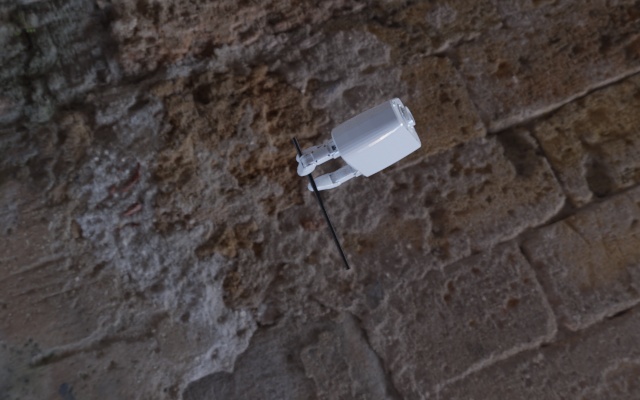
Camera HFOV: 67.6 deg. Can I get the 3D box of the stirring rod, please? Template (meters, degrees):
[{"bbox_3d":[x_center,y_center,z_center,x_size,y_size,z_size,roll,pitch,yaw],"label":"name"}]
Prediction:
[{"bbox_3d":[0.000,0.002,0.795,0.011,0.239,0.011,-22,-11,-4],"label":"stirring rod"}]
